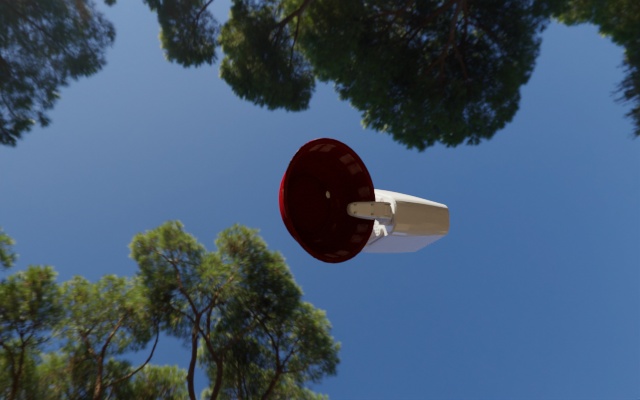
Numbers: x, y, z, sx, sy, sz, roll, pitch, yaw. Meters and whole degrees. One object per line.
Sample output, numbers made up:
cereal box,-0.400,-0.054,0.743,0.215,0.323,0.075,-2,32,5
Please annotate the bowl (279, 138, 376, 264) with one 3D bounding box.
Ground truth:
bowl,-0.001,0.002,0.629,0.162,0.162,0.055,0,-6,-42
